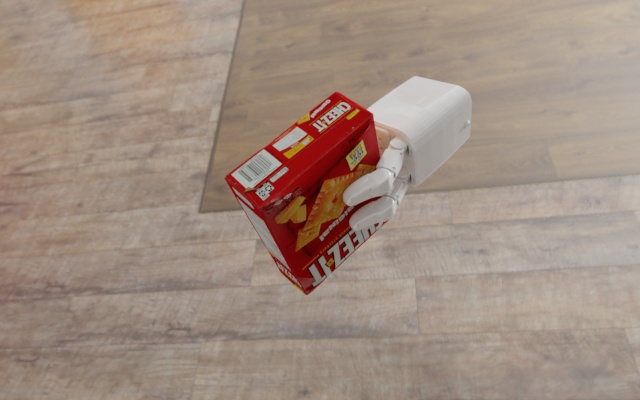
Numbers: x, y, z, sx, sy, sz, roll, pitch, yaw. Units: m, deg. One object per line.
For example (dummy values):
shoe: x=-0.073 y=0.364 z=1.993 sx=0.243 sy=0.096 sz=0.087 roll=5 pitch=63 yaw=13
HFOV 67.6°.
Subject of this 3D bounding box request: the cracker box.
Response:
cracker box: x=0.000 y=0.002 z=0.584 sx=0.072 sy=0.164 sz=0.214 roll=40 pitch=-18 yaw=33
